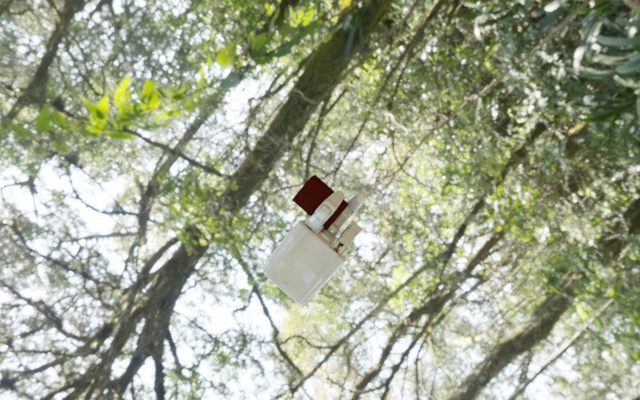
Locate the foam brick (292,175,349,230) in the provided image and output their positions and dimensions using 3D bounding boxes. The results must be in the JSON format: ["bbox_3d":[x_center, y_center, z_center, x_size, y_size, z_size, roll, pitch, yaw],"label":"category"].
[{"bbox_3d":[0.000,0.002,0.788,0.078,0.051,0.053,41,10,2],"label":"foam brick"}]
